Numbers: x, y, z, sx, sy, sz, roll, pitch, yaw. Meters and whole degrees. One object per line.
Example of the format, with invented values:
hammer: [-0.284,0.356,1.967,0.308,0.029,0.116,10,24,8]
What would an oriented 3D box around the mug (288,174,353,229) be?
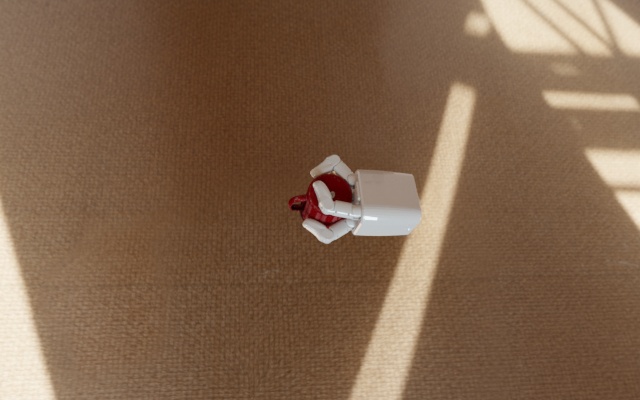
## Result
mug: [-0.001,0.003,0.870,0.117,0.093,0.081,1,-22,-8]
